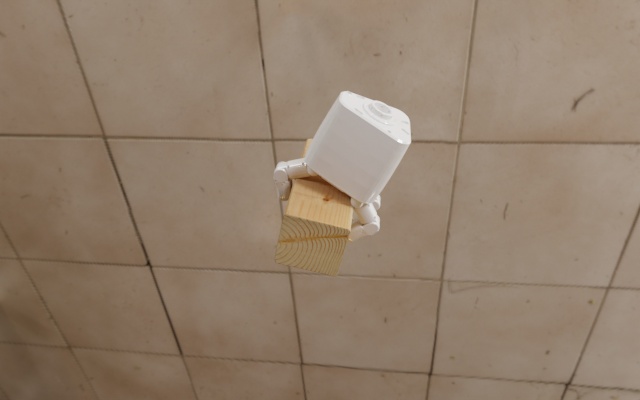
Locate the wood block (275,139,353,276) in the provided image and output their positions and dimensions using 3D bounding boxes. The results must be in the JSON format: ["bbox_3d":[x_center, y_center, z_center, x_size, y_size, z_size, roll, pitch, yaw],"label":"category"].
[{"bbox_3d":[0.000,0.002,0.715,0.091,0.090,0.206,13,36,-1],"label":"wood block"}]
